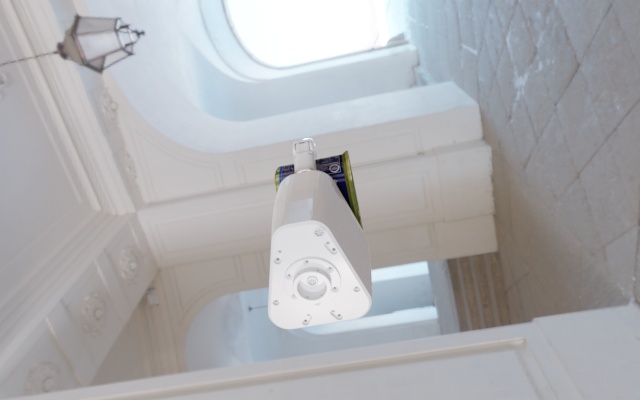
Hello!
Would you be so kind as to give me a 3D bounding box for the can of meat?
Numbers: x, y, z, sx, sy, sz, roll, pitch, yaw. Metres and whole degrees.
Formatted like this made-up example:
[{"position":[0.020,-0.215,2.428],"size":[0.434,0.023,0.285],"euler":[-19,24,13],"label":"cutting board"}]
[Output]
[{"position":[0.000,0.002,0.547],"size":[0.084,0.102,0.057],"euler":[-11,28,5],"label":"can of meat"}]
